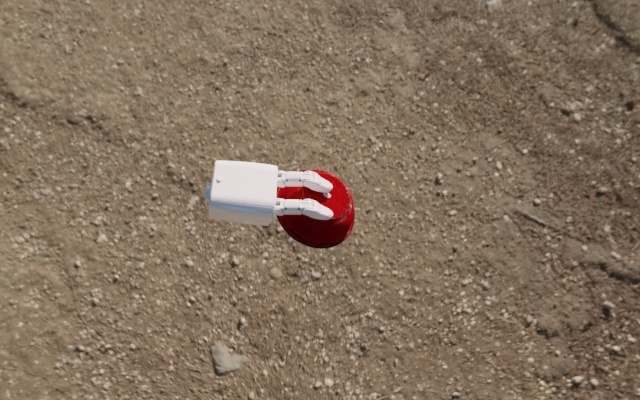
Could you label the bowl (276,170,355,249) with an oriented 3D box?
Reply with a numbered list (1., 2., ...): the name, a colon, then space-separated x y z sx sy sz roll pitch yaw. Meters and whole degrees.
1. bowl: 0.002 0.003 0.864 0.162 0.162 0.055 0 -26 -25
